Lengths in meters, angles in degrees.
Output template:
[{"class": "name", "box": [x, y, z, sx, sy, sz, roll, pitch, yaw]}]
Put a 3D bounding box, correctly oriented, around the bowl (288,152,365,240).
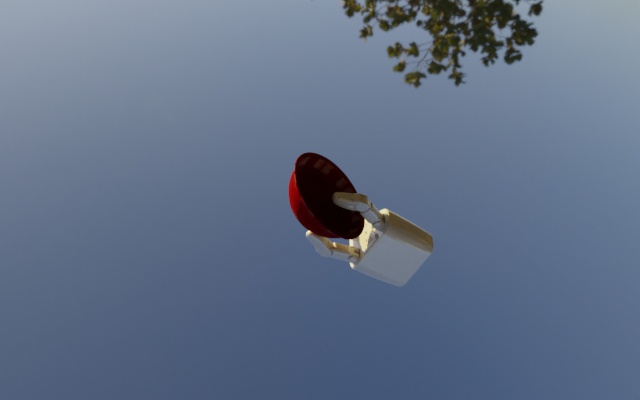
[{"class": "bowl", "box": [-0.001, 0.002, 0.784, 0.055, 0.162, 0.162, -34, -20, 31]}]
